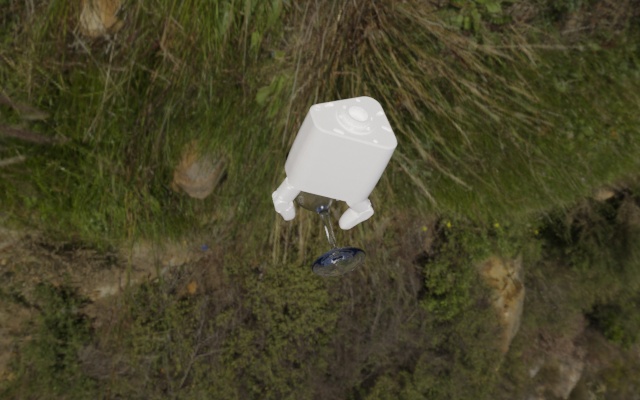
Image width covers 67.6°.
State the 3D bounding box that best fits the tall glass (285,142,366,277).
[{"bbox_3d":[0.000,0.003,0.681,0.079,0.201,0.079,-12,-34,-8],"label":"tall glass"}]
